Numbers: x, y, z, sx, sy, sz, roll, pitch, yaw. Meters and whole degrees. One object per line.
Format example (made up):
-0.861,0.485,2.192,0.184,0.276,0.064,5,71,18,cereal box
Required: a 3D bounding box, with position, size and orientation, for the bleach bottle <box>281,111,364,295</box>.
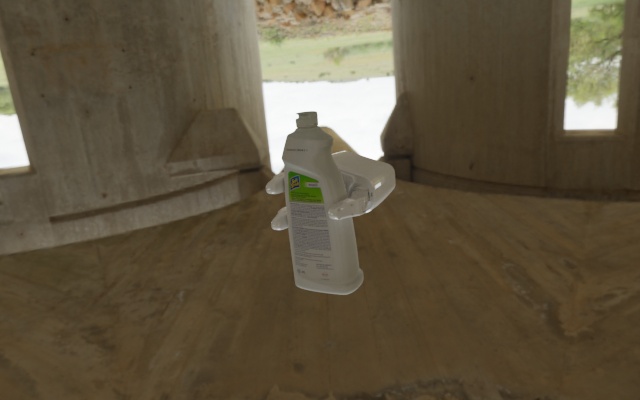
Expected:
0.000,0.002,0.670,0.102,0.251,0.068,3,18,27,bleach bottle
